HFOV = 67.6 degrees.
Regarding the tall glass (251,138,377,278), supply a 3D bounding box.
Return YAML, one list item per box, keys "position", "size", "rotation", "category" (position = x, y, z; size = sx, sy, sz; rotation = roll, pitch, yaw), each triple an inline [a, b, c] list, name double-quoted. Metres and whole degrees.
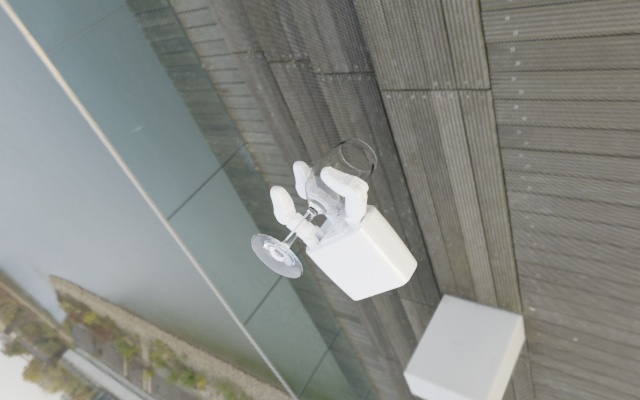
- position: [0.000, 0.002, 0.619]
  size: [0.079, 0.079, 0.201]
  rotation: [0, 41, 45]
  category: "tall glass"
